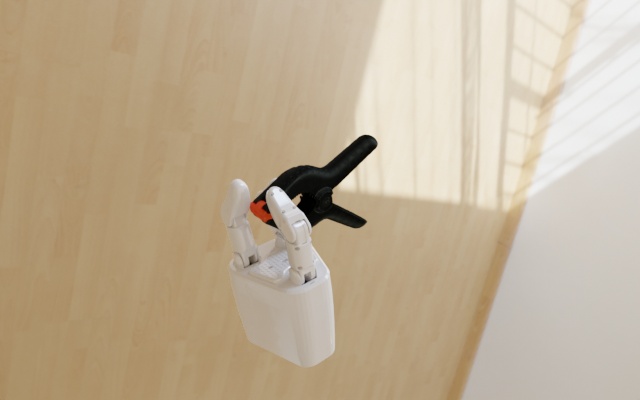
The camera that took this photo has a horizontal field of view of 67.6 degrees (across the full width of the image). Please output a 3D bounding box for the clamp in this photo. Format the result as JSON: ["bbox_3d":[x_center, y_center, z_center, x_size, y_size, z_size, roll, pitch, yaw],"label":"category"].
[{"bbox_3d":[0.000,0.002,0.543,0.171,0.120,0.039,-23,31,-30],"label":"clamp"}]
